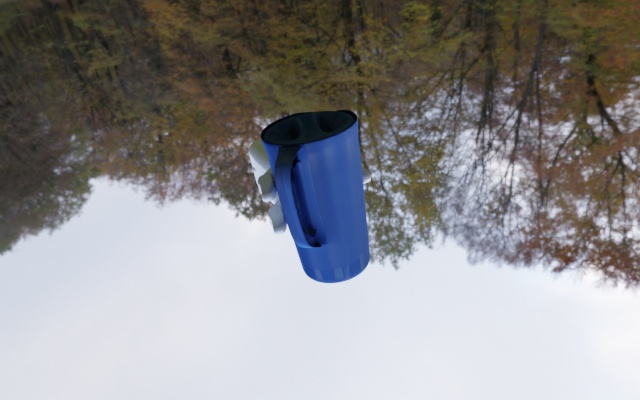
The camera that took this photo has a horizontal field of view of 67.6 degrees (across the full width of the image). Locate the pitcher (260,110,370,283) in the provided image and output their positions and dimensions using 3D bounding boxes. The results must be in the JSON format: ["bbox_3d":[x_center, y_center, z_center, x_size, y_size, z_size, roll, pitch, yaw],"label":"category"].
[{"bbox_3d":[0.000,0.002,0.689,0.149,0.243,0.145,-22,29,-18],"label":"pitcher"}]
